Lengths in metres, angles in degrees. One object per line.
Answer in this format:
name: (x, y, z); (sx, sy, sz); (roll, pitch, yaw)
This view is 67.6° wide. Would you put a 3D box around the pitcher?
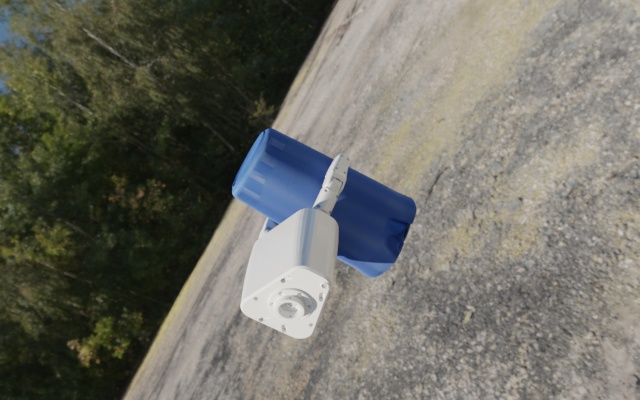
pitcher: (0.000, 0.002, 0.689); (0.243, 0.149, 0.145); (29, 33, -15)
